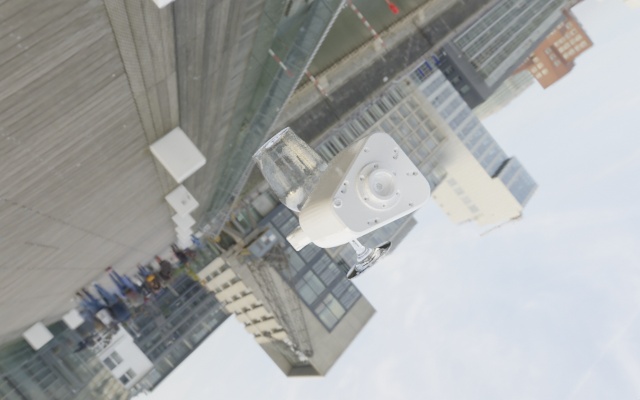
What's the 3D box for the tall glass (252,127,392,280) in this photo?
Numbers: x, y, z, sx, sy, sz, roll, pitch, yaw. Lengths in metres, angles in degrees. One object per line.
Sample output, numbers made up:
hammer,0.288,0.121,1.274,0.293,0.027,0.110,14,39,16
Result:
tall glass,0.000,0.003,0.614,0.079,0.201,0.079,-40,3,3
